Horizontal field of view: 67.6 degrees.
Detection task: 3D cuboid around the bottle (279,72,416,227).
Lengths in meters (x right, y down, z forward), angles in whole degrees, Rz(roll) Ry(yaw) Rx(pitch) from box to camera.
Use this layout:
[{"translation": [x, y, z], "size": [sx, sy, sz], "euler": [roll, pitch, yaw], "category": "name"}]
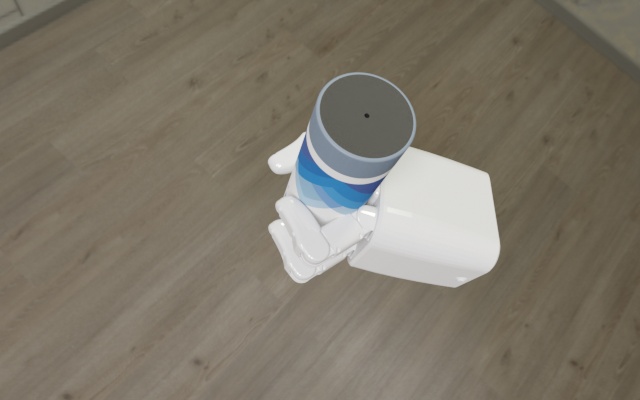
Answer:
[{"translation": [0.000, 0.001, 0.435], "size": [0.069, 0.069, 0.296], "euler": [0, -22, -13], "category": "bottle"}]
